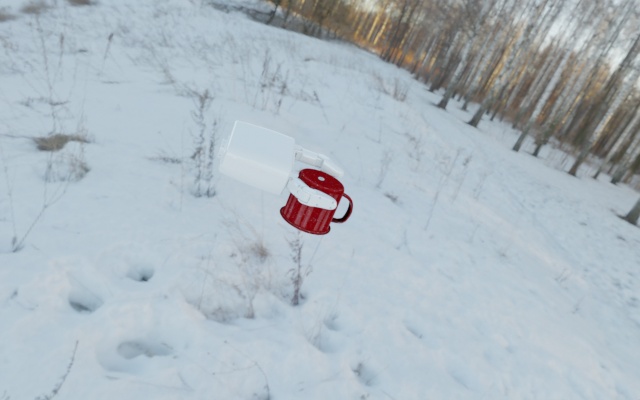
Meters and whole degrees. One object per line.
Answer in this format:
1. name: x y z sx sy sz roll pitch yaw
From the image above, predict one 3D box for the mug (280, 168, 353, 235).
1. mug: 0.002 0.003 0.799 0.117 0.081 0.093 18 21 -15
